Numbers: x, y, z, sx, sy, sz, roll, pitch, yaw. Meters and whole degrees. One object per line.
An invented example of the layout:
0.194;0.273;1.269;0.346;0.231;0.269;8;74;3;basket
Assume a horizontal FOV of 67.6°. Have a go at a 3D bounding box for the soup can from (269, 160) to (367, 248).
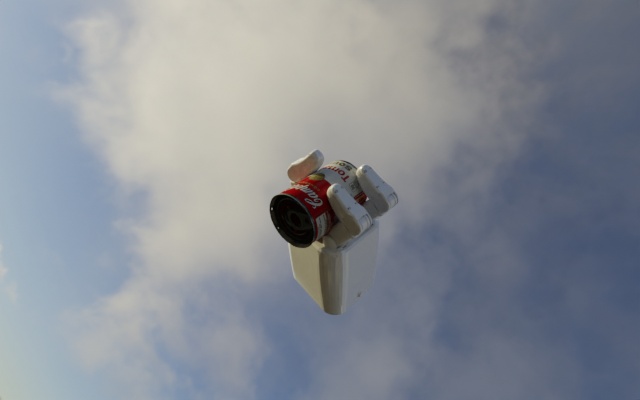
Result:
0.000;0.001;0.559;0.068;0.068;0.102;0;25;46;soup can
